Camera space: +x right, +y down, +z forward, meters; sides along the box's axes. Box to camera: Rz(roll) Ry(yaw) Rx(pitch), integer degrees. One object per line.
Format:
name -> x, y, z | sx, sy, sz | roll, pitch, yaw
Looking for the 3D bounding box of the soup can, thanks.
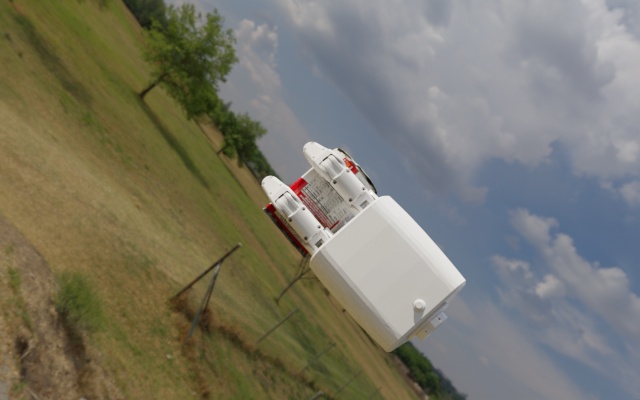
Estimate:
soup can -> 0.000, 0.001, 0.501 | 0.102, 0.068, 0.068 | -40, 3, -4
